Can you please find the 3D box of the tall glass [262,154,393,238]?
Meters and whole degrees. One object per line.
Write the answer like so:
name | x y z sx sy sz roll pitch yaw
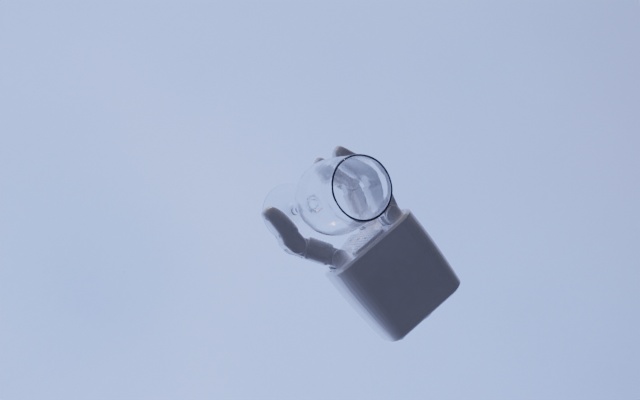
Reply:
tall glass | 0.000 0.002 0.515 0.079 0.079 0.201 0 -8 -22
